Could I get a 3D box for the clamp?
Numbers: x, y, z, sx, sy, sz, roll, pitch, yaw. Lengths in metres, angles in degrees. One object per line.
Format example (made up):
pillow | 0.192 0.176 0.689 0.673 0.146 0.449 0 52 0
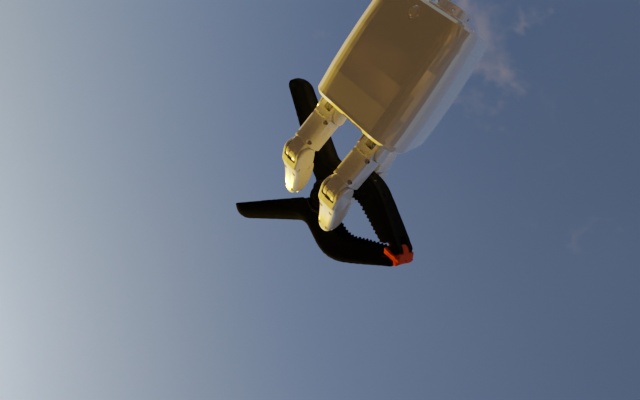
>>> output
clamp | 0.001 0.002 0.472 0.036 0.165 0.210 -3 43 -51
